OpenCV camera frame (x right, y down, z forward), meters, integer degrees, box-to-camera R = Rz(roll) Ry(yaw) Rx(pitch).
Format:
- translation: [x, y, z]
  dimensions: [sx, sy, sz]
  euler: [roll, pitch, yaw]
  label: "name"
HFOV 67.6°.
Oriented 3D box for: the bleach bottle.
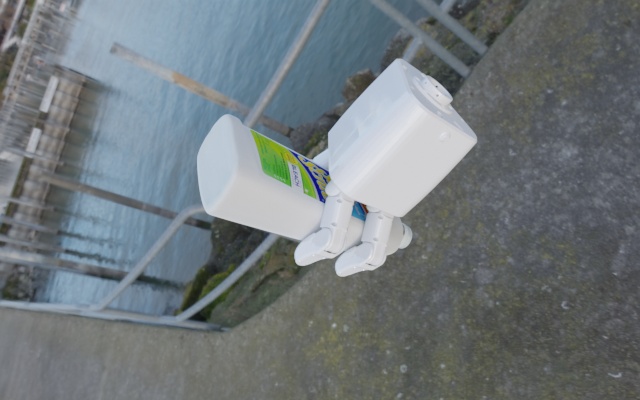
- translation: [0.000, 0.002, 0.503]
  dimensions: [0.251, 0.102, 0.068]
  euler: [20, -56, -35]
  label: "bleach bottle"
